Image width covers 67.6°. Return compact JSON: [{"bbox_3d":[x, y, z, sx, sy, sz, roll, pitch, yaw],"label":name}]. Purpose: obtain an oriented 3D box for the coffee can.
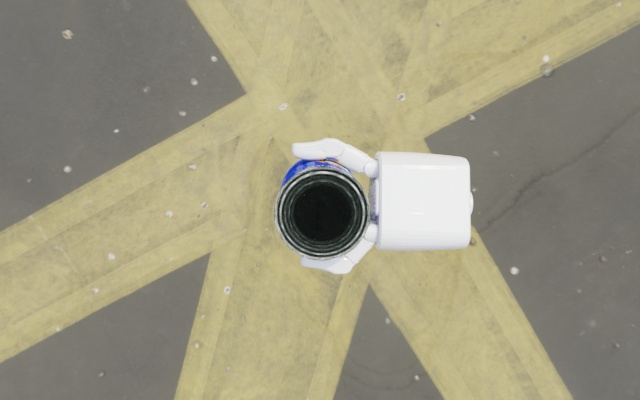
[{"bbox_3d":[0.000,0.002,0.571,0.103,0.103,0.140,0,11,-2],"label":"coffee can"}]
